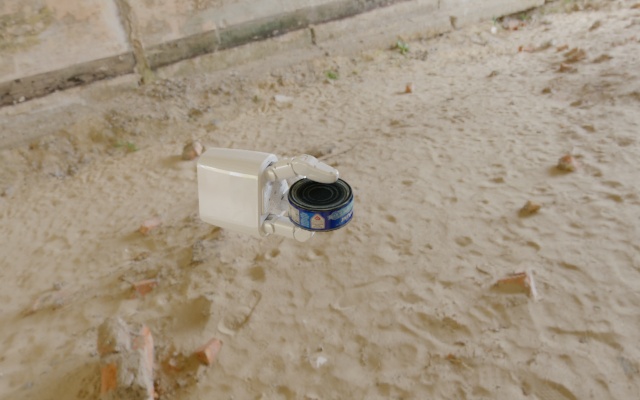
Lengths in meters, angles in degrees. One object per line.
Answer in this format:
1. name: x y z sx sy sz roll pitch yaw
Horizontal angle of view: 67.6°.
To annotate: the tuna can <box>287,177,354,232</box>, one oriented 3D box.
1. tuna can: 0.000 0.002 0.614 0.086 0.034 0.086 -1 34 0
